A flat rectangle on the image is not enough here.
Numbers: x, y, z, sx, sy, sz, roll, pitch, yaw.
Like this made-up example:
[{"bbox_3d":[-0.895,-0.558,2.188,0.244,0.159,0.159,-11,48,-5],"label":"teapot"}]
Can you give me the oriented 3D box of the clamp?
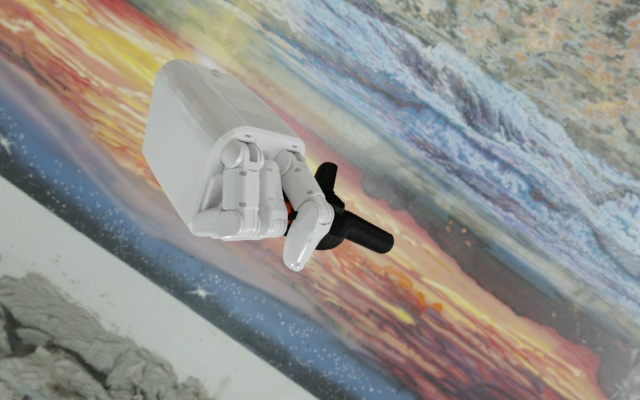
[{"bbox_3d":[0.000,0.002,0.463,0.120,0.039,0.171,51,21,27],"label":"clamp"}]
